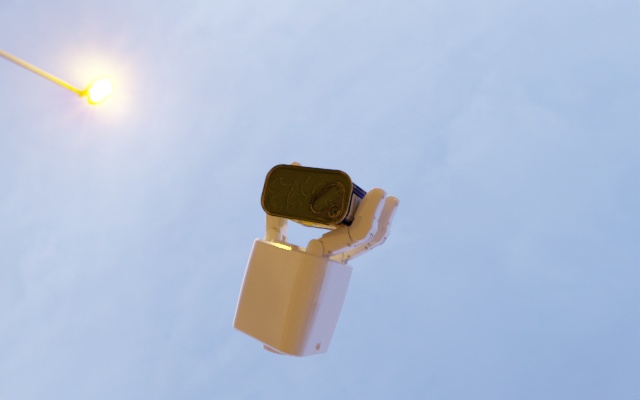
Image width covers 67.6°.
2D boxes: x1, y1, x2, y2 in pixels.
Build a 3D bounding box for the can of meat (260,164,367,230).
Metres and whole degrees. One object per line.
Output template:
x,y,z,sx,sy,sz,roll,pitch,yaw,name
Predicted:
0.000,0.002,0.526,0.102,0.057,0.084,8,-10,26,can of meat
